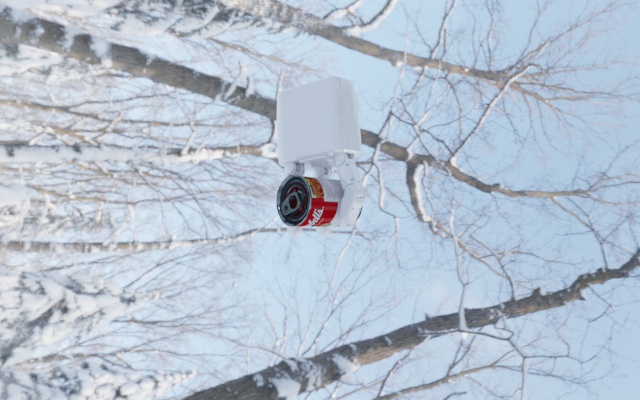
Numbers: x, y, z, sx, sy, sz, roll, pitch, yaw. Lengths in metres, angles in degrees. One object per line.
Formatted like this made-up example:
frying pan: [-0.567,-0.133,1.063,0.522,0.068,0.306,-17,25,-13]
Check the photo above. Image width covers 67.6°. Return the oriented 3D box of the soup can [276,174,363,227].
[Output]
soup can: [0.000,0.003,0.650,0.102,0.068,0.068,4,-3,-44]
